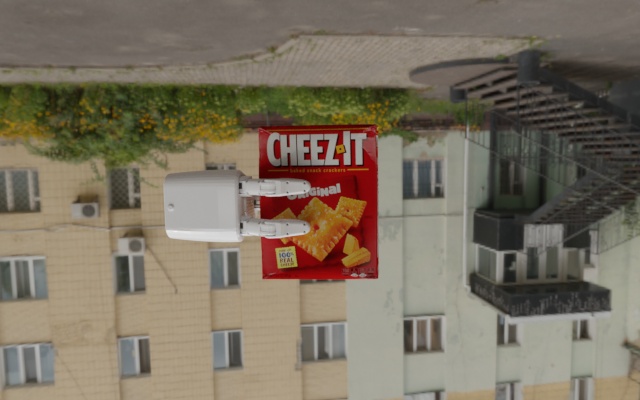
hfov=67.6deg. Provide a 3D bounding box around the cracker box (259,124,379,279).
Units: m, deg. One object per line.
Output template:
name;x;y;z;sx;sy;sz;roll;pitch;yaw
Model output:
cracker box;0.000;0.002;0.671;0.164;0.214;0.072;0;6;7
